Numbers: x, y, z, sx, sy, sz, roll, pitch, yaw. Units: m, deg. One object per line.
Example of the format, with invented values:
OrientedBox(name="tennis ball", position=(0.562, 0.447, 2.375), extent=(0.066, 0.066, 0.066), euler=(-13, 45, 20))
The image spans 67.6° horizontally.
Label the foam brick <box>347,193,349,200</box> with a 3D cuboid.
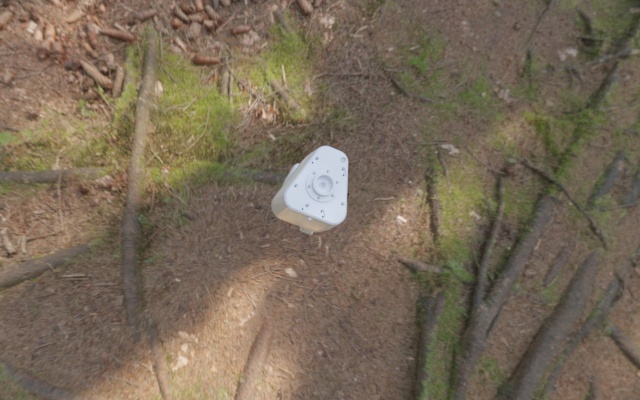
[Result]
OrientedBox(name="foam brick", position=(0.000, 0.003, 0.794), extent=(0.078, 0.053, 0.051), euler=(21, -12, -11))
